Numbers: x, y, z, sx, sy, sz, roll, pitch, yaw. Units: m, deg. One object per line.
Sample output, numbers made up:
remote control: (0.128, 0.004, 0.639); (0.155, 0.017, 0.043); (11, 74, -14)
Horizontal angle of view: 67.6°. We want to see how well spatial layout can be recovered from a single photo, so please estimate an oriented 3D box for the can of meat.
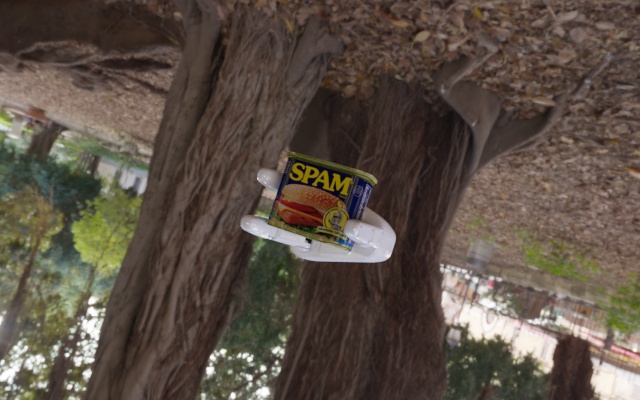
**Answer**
can of meat: (0.000, 0.002, 0.524); (0.102, 0.084, 0.057); (17, -4, 17)
